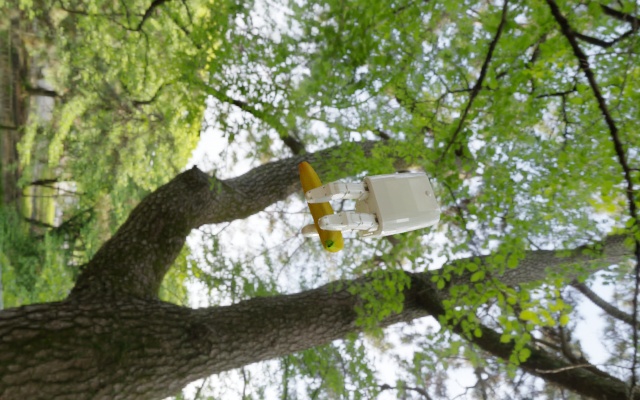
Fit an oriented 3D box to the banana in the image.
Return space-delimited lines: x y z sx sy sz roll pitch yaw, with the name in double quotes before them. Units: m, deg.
"banana" 0.003 0.018 0.771 0.037 0.070 0.197 -16 45 -6
